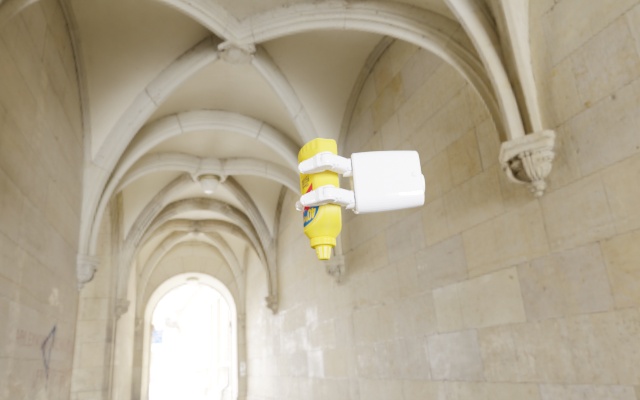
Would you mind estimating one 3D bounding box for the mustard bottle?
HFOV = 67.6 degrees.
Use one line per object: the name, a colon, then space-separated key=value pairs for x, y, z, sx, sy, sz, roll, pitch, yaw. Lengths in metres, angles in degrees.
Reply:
mustard bottle: x=0.000 y=0.002 z=0.782 sx=0.058 sy=0.191 sz=0.096 roll=4 pitch=-20 yaw=-23
